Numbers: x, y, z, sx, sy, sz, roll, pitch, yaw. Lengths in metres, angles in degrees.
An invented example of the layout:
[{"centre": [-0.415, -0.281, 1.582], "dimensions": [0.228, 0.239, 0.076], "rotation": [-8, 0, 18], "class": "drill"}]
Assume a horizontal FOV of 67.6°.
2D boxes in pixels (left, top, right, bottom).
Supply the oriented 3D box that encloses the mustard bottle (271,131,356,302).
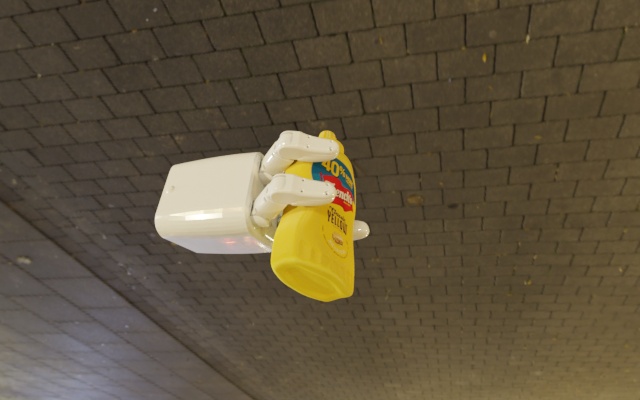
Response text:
[{"centre": [0.000, 0.002, 0.505], "dimensions": [0.058, 0.191, 0.096], "rotation": [-22, -43, 33], "class": "mustard bottle"}]
